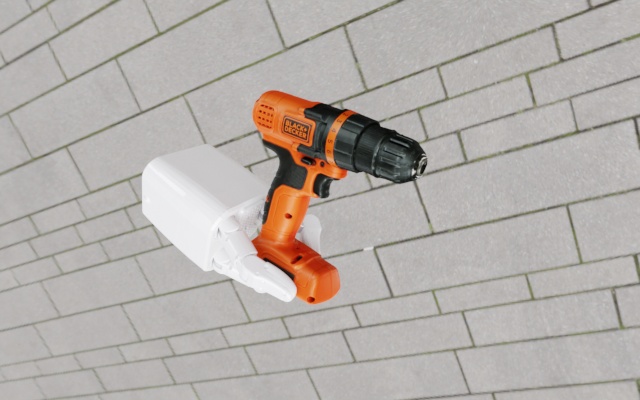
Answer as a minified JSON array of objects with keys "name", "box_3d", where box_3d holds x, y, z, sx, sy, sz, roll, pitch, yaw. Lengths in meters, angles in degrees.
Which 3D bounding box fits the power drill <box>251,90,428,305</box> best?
[{"name":"power drill","box_3d":[0.000,0.002,0.462,0.184,0.188,0.057,26,24,32]}]
